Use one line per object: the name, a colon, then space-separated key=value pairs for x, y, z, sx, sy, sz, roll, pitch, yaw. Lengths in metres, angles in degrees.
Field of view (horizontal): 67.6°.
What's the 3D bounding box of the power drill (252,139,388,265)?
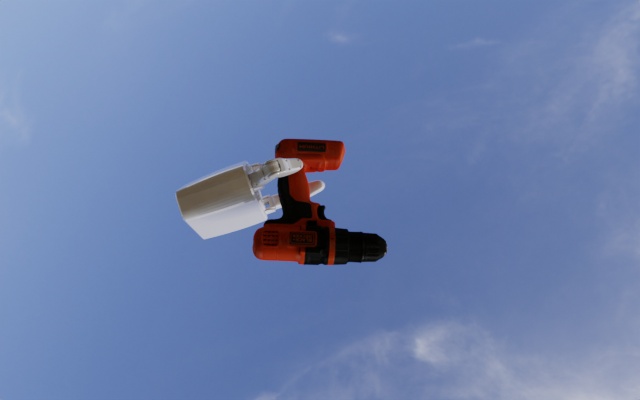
power drill: x=0.000 y=0.002 z=0.685 sx=0.184 sy=0.187 sz=0.057 roll=3 pitch=-29 yaw=-5
